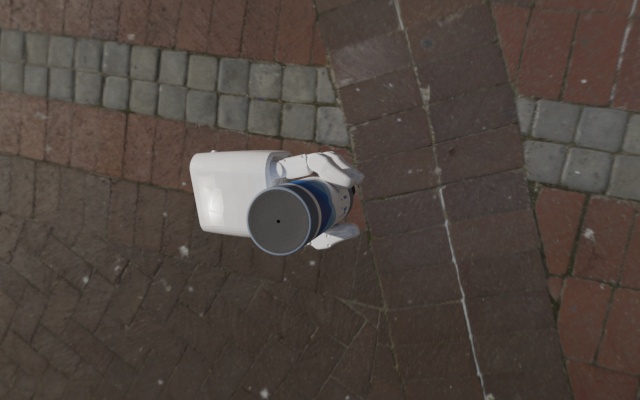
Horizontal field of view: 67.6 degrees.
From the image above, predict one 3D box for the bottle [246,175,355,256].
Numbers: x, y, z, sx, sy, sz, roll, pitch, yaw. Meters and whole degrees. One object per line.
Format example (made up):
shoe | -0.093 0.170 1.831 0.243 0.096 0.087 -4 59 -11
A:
bottle | 0.000 0.002 0.591 0.069 0.069 0.295 0 7 16
